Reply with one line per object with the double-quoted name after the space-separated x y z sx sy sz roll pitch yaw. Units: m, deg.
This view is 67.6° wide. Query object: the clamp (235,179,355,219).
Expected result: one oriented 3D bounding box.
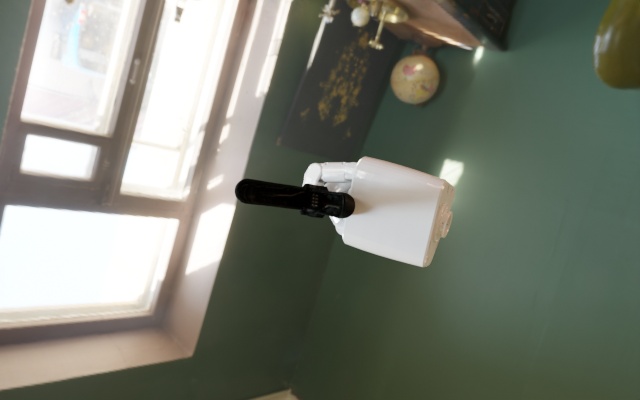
0.000 0.002 0.519 0.120 0.039 0.171 15 5 24 "clamp"
